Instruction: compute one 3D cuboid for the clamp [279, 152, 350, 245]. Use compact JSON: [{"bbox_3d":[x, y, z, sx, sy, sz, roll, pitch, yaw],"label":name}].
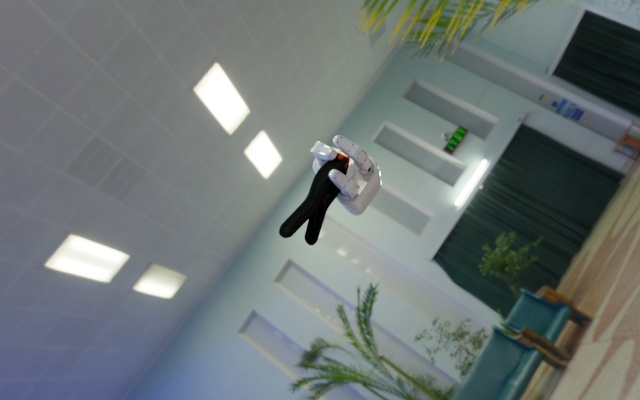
[{"bbox_3d":[0.000,0.002,0.810,0.039,0.171,0.120,33,-7,19],"label":"clamp"}]
